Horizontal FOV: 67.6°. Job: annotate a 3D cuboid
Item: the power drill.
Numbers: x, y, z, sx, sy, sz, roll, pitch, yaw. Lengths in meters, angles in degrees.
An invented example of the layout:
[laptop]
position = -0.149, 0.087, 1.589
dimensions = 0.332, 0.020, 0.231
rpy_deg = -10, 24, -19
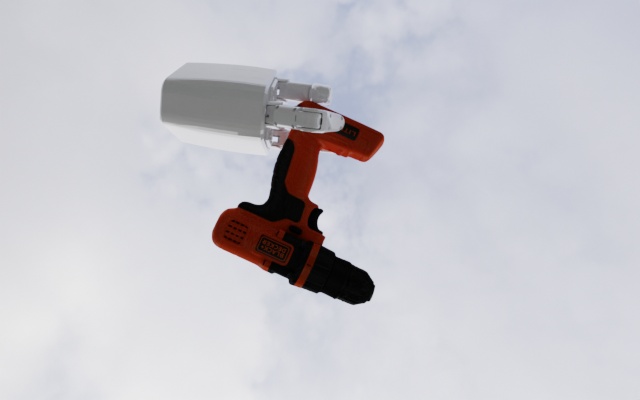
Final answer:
[power drill]
position = 0.000, 0.001, 0.518
dimensions = 0.184, 0.187, 0.057
rpy_deg = 25, -9, -5
